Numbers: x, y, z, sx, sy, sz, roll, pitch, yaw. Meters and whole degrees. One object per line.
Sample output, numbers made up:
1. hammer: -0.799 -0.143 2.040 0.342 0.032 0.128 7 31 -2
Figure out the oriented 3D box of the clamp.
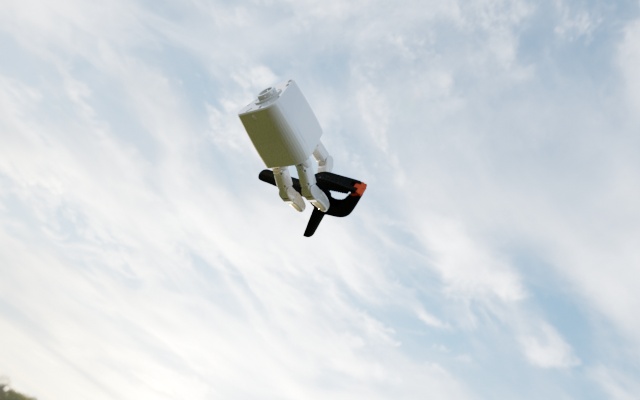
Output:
1. clamp: 0.001 0.002 0.852 0.210 0.165 0.036 -4 39 41
